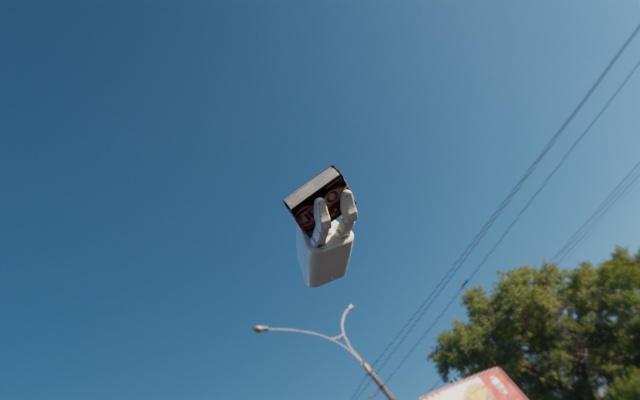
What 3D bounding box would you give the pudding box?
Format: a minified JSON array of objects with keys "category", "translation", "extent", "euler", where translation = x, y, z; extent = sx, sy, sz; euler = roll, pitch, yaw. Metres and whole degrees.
[{"category":"pudding box","translation":[0.000,0.003,0.860],"extent":[0.039,0.113,0.090],"euler":[47,-8,42]}]
